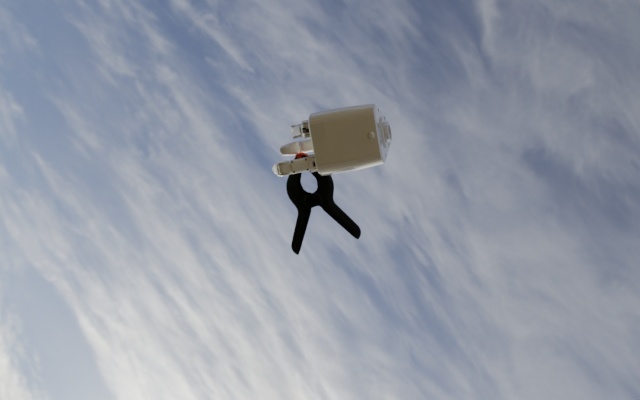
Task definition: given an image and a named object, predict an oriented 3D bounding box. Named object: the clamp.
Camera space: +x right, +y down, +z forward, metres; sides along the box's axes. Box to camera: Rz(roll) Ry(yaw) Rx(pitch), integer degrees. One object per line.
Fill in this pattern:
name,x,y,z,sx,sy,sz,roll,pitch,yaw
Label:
clamp,0.000,0.002,0.796,0.120,0.171,0.039,-8,12,1
